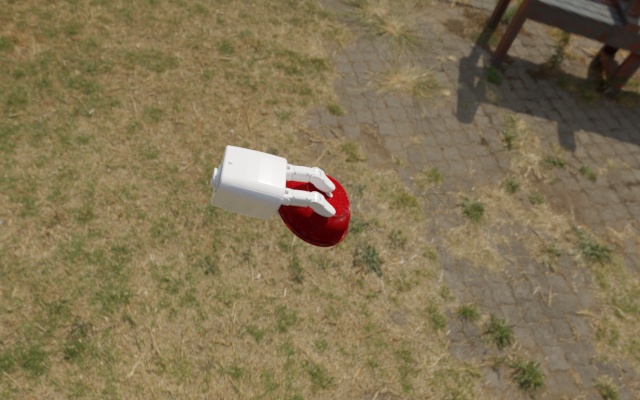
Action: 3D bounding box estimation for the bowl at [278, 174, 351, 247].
[{"bbox_3d":[0.001,0.003,0.882,0.162,0.162,0.055,0,-31,-39],"label":"bowl"}]
